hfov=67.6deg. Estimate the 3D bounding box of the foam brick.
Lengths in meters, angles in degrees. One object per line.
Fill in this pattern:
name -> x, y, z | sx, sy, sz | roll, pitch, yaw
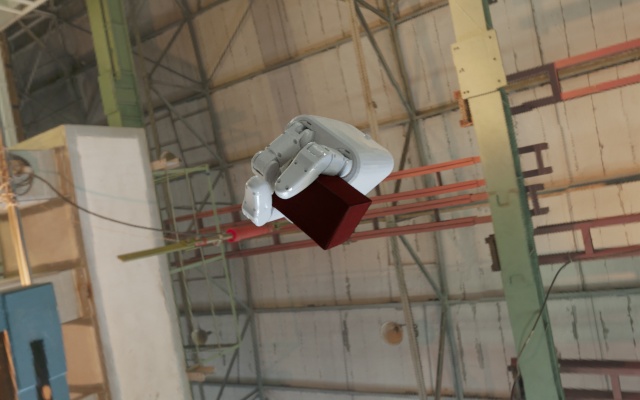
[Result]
foam brick -> 0.000, 0.002, 0.465 | 0.078, 0.053, 0.051 | 39, 22, 22
